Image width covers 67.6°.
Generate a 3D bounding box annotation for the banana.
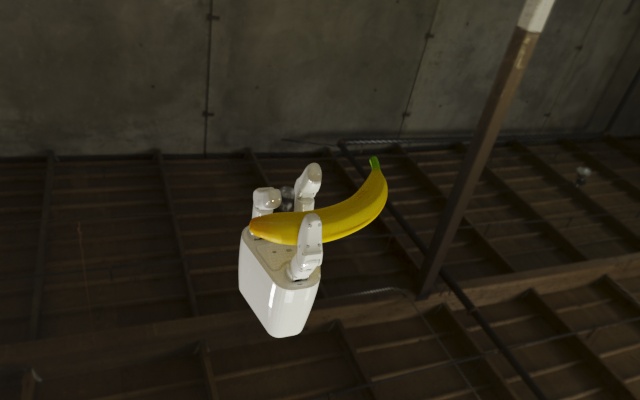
[{"bbox_3d":[0.015,0.012,0.546,0.197,0.037,0.069,-27,59,-34],"label":"banana"}]
